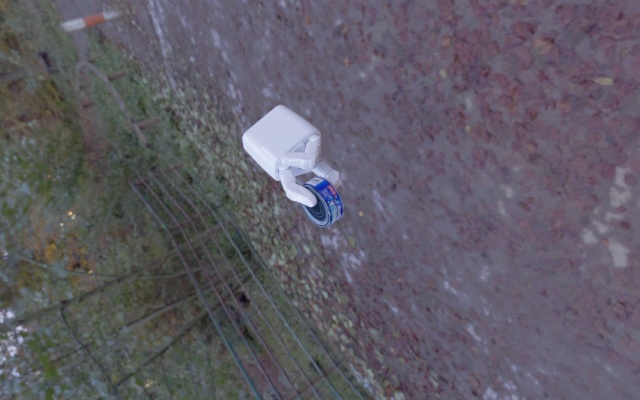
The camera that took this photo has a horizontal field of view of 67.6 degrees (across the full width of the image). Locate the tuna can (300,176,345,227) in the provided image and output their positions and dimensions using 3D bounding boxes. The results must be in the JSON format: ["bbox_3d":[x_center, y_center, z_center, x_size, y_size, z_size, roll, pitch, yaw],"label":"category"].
[{"bbox_3d":[0.000,0.003,0.832,0.033,0.086,0.086,-33,17,-29],"label":"tuna can"}]
